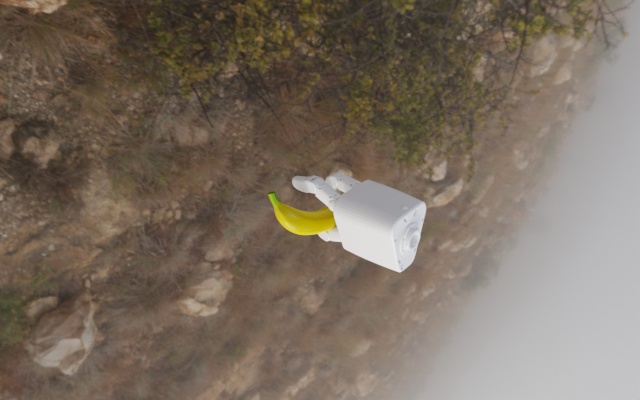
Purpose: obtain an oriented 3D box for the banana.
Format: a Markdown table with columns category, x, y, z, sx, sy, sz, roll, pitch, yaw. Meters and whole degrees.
| category | x | y | z | sx | sy | sz | roll | pitch | yaw |
| --- | --- | --- | --- | --- | --- | --- | --- | --- | --- |
| banana | -0.004 | 0.021 | 0.781 | 0.037 | 0.069 | 0.198 | 13 | 8 | 42 |
